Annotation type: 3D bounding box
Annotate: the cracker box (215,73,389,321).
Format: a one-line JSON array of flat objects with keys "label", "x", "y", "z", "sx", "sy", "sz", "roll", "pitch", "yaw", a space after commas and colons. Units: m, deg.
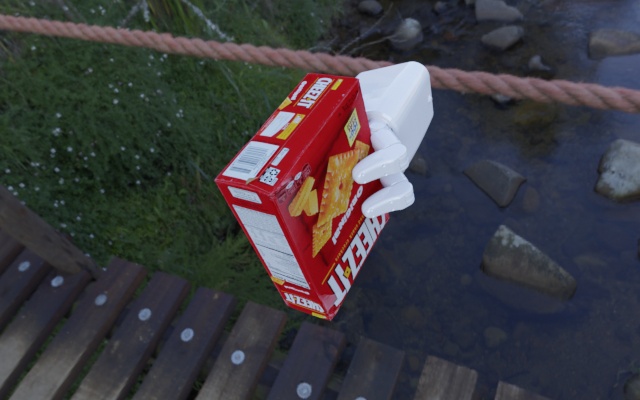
[{"label": "cracker box", "x": 0.000, "y": 0.002, "z": 0.510, "sx": 0.072, "sy": 0.164, "sz": 0.214, "roll": 15, "pitch": -36, "yaw": 31}]
